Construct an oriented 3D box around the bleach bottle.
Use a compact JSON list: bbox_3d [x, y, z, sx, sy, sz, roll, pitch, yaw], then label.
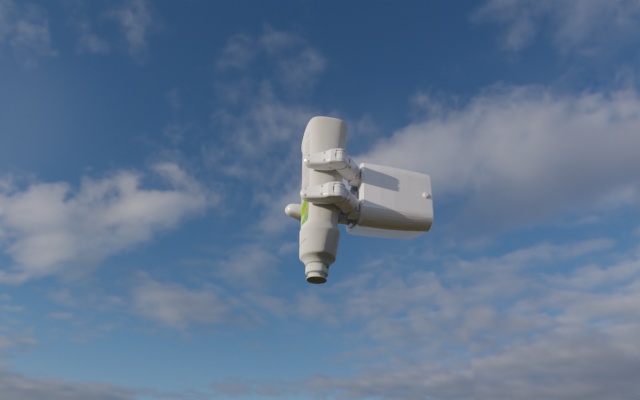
[{"bbox_3d":[0.000,0.002,0.703,0.068,0.250,0.103,8,-30,-7],"label":"bleach bottle"}]
